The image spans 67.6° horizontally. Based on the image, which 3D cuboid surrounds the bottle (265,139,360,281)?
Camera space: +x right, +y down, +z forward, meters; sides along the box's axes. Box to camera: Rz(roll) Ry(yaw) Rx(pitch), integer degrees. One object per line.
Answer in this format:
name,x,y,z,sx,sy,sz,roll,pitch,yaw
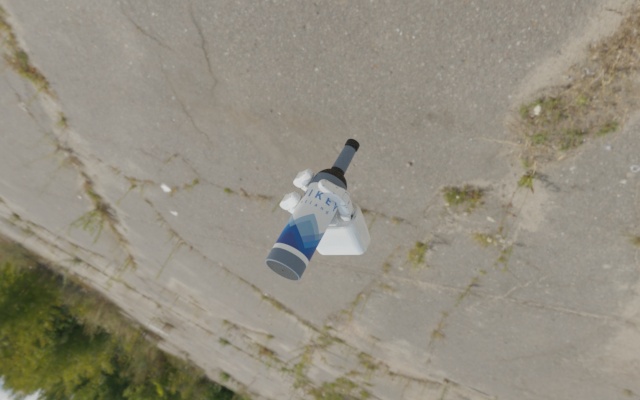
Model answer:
bottle,0.000,0.003,0.868,0.069,0.295,0.069,23,-27,13
